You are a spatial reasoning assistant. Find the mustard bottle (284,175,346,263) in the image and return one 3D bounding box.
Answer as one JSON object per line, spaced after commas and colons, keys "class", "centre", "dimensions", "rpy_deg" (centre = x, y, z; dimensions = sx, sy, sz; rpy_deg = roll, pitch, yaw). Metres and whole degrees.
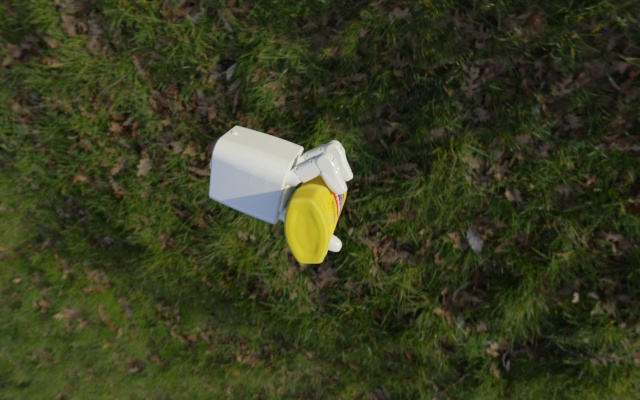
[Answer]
{"class": "mustard bottle", "centre": [0.000, 0.002, 0.678], "dimensions": [0.058, 0.096, 0.191], "rpy_deg": [-2, 24, 13]}
